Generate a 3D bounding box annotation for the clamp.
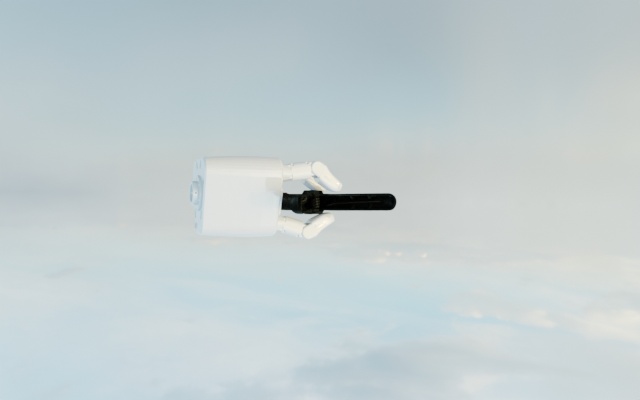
[{"bbox_3d":[0.000,0.003,0.718,0.164,0.036,0.210,0,1,-24],"label":"clamp"}]
